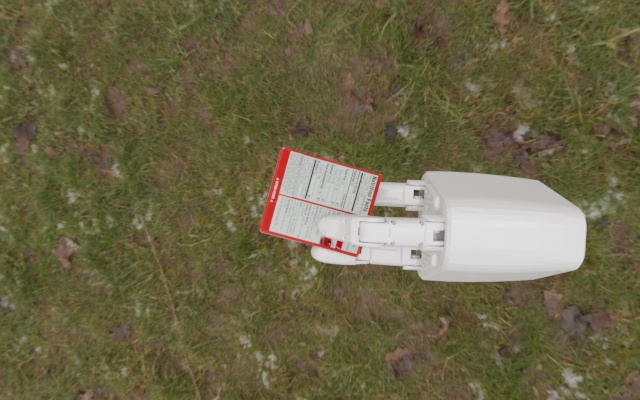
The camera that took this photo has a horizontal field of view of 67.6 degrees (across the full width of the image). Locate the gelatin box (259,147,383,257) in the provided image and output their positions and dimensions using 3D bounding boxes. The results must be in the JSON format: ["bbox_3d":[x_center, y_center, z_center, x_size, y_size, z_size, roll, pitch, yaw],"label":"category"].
[{"bbox_3d":[0.000,0.001,0.407,0.089,0.073,0.030,15,3,-5],"label":"gelatin box"}]
